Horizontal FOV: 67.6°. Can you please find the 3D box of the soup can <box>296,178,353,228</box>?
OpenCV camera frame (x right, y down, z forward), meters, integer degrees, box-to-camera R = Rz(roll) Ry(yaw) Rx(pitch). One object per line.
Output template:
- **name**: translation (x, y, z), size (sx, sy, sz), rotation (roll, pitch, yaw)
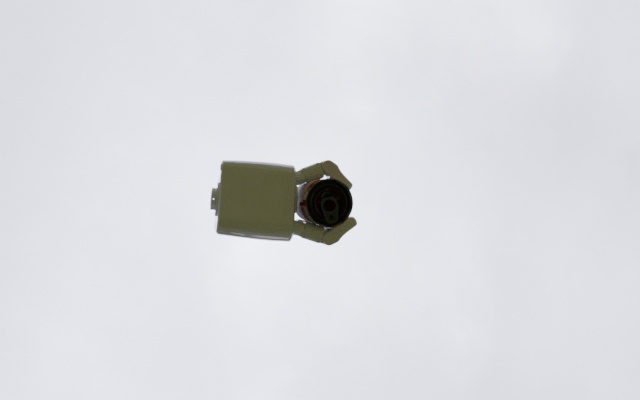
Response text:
- **soup can**: translation (0.001, 0.002, 0.705), size (0.068, 0.068, 0.102), rotation (0, 2, -15)
